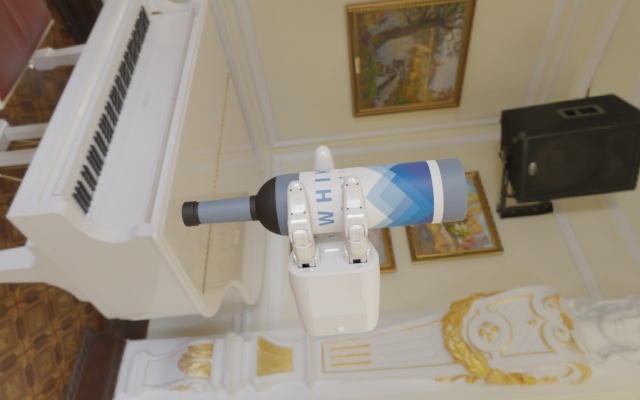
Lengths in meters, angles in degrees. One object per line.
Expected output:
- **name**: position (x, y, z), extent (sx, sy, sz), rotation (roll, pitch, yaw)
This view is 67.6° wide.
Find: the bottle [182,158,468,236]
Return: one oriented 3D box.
- **bottle**: position (0.000, 0.002, 0.511), extent (0.296, 0.069, 0.069), rotation (-5, 0, 3)
